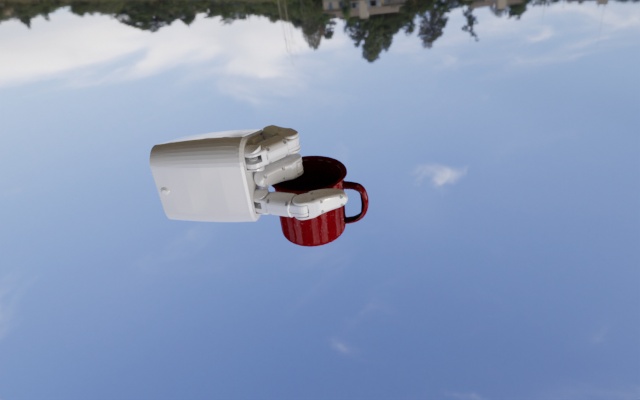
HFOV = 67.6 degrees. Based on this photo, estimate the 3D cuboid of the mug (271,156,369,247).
[{"bbox_3d":[0.002,0.002,0.579,0.117,0.081,0.093,0,32,11],"label":"mug"}]
